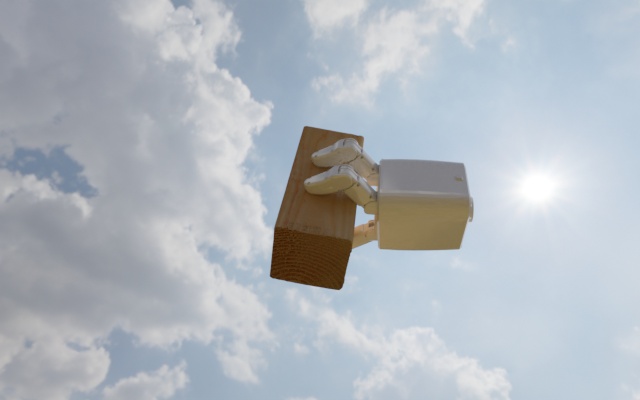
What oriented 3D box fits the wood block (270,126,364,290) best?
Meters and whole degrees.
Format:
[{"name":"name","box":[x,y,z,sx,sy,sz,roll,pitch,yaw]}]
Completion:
[{"name":"wood block","box":[0.000,0.002,0.619,0.090,0.091,0.206,10,41,1]}]
